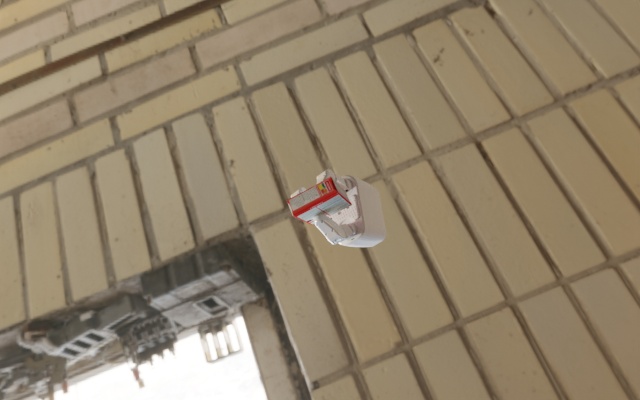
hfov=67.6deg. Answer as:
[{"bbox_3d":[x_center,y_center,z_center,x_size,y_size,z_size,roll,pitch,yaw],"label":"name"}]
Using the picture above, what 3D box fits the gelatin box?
[{"bbox_3d":[0.000,0.003,0.708,0.073,0.030,0.089,-27,-17,10],"label":"gelatin box"}]
